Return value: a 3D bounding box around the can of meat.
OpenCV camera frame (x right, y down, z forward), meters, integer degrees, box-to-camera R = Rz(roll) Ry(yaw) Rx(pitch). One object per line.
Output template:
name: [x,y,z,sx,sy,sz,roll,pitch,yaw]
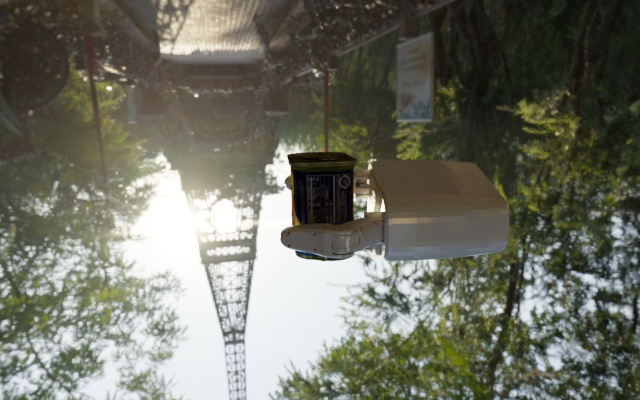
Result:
can of meat: [0.000,0.002,0.434,0.057,0.084,0.102,-2,11,-5]
